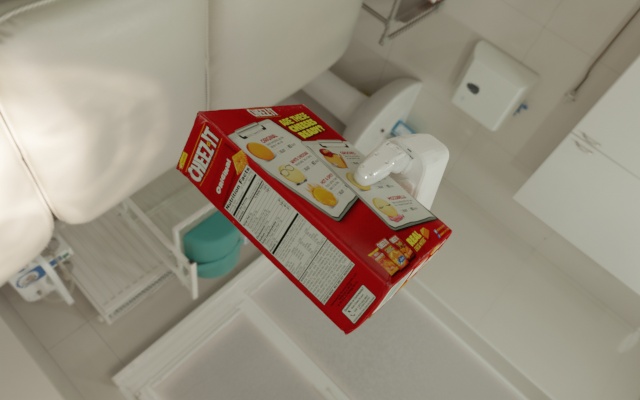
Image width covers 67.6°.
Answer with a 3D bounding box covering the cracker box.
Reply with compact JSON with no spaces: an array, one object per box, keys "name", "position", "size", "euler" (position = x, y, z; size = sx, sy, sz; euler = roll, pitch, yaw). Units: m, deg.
[{"name":"cracker box","position":[0.000,0.001,0.446],"size":[0.213,0.072,0.164],"euler":[42,29,16]}]
